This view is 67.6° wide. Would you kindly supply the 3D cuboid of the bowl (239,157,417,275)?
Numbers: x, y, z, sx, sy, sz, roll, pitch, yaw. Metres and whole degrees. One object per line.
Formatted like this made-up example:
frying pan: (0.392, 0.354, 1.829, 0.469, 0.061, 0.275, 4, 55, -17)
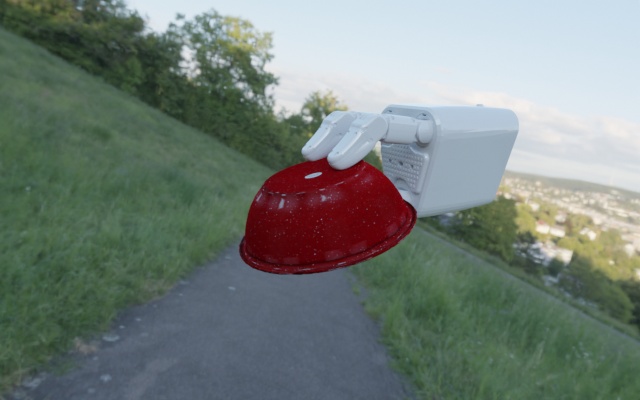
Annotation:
bowl: (-0.001, 0.001, 0.420, 0.162, 0.055, 0.162, -12, 20, 4)
